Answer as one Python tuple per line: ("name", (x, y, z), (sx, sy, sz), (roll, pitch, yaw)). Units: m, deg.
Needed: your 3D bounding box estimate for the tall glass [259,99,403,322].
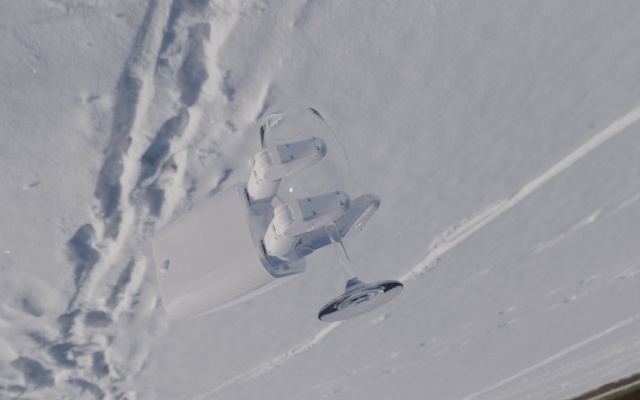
("tall glass", (0.000, 0.002, 0.433), (0.079, 0.201, 0.079), (-17, -28, -9))
